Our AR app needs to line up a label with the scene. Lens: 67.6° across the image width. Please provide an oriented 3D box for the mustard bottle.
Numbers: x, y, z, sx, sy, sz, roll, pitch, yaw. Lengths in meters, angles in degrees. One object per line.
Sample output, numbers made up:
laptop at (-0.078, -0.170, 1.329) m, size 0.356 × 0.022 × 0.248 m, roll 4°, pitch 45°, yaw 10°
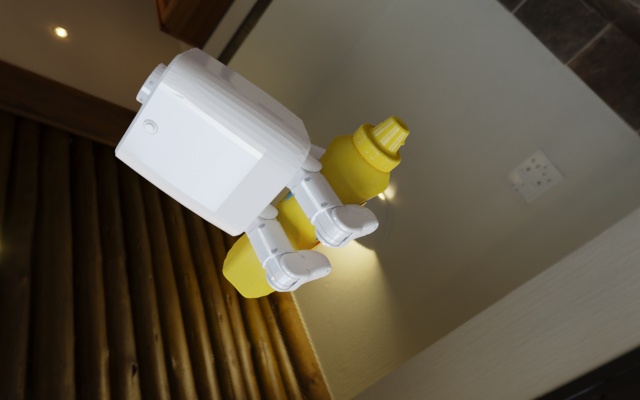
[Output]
mustard bottle at (0.000, 0.002, 0.401) m, size 0.192 × 0.058 × 0.096 m, roll -45°, pitch -5°, yaw 28°
